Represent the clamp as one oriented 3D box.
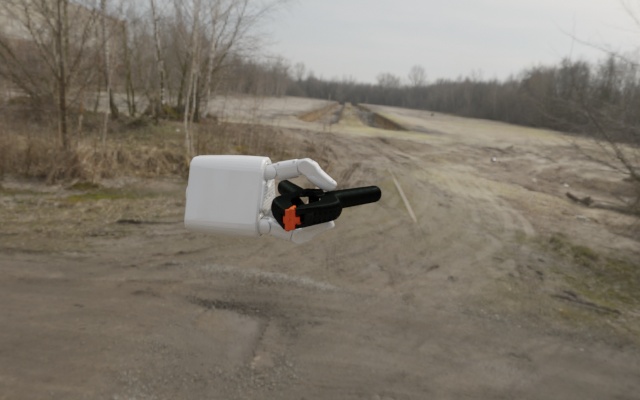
[{"bbox_3d":[0.000,0.001,0.661,0.164,0.036,0.210,2,12,8],"label":"clamp"}]
